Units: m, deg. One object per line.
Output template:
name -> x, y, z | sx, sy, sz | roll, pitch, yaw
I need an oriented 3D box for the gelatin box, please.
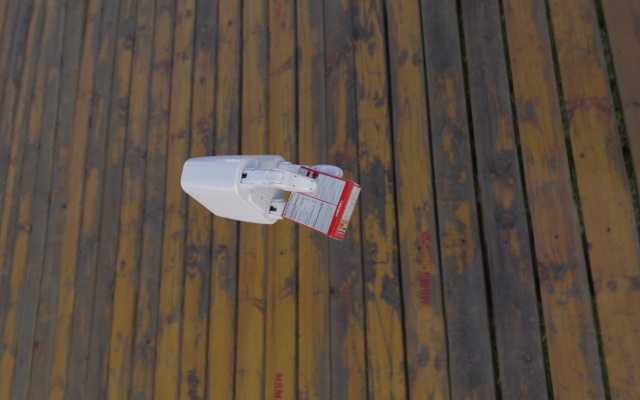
gelatin box -> 0.000, 0.002, 0.613 | 0.089, 0.073, 0.030 | 19, -2, 36
